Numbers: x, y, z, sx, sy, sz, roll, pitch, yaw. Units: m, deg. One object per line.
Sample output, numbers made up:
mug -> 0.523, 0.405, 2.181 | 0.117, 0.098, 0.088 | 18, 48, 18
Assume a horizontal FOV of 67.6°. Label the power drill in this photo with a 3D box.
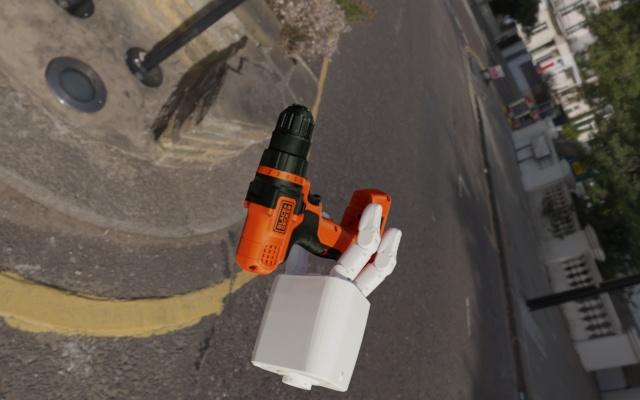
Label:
power drill -> 0.000, 0.002, 0.554 | 0.188, 0.184, 0.057 | 17, 0, -42
